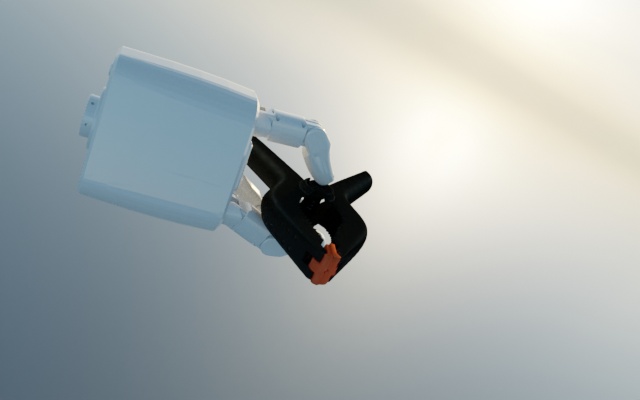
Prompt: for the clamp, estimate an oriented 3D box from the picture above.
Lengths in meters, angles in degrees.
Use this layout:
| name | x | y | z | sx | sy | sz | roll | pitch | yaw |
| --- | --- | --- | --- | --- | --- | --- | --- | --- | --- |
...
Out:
| name | x | y | z | sx | sy | sz | roll | pitch | yaw |
| --- | --- | --- | --- | --- | --- | --- | --- | --- | --- |
| clamp | 0.000 | 0.001 | 0.436 | 0.164 | 0.036 | 0.209 | 14 | 27 | -23 |
